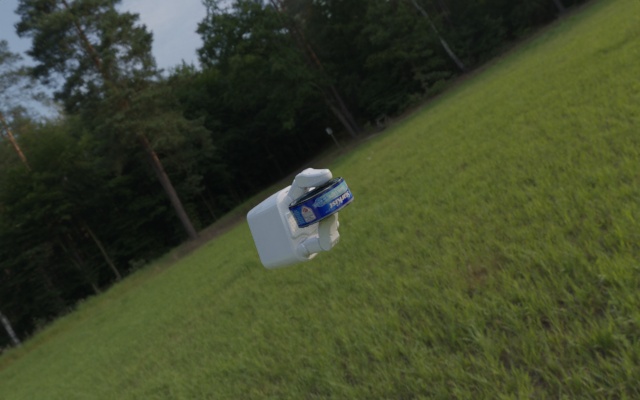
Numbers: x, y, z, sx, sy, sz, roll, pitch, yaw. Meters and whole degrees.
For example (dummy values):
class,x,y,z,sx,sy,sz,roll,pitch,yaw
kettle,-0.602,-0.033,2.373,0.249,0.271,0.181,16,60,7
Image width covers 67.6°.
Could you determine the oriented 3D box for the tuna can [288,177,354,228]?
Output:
class,x,y,z,sx,sy,sz,roll,pitch,yaw
tuna can,0.000,0.002,0.645,0.086,0.034,0.086,-28,7,4
